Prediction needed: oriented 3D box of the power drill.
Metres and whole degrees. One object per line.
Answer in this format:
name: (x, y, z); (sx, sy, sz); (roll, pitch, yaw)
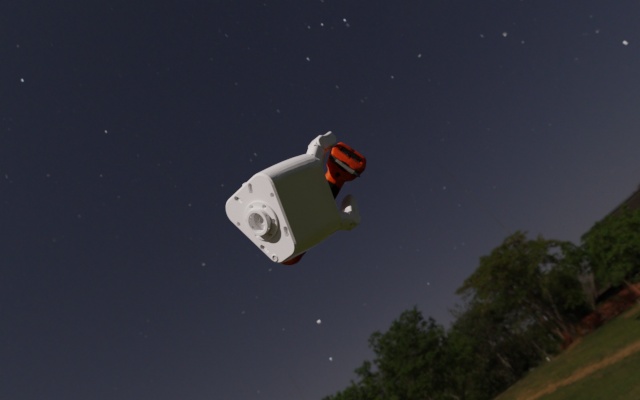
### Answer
power drill: (0.000, 0.002, 0.748); (0.057, 0.188, 0.184); (32, 14, -1)
